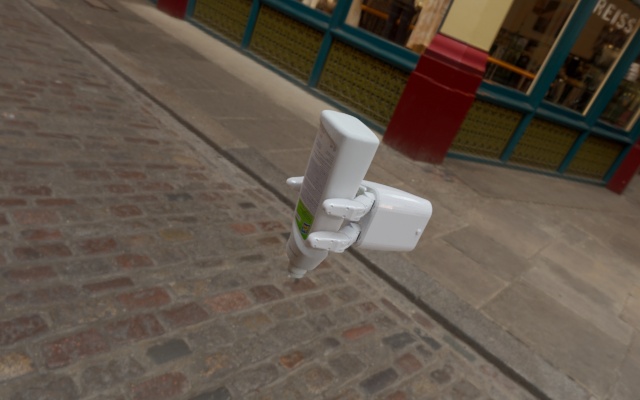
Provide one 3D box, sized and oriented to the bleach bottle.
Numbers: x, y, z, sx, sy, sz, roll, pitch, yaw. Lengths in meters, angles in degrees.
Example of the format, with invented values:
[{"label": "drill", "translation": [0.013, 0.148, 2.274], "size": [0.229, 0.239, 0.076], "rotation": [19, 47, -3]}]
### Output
[{"label": "bleach bottle", "translation": [0.000, 0.002, 0.706], "size": [0.068, 0.251, 0.102], "rotation": [9, 27, -28]}]
